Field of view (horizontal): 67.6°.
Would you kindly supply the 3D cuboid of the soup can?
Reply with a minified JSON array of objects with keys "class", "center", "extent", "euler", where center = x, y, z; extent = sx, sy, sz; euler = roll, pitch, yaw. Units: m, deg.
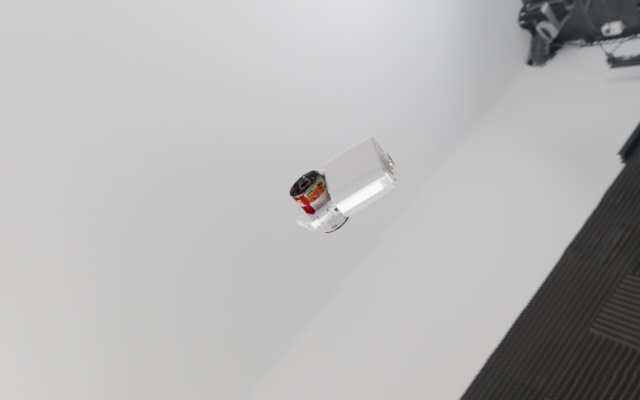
[{"class":"soup can","center":[0.000,0.003,0.884],"extent":[0.102,0.068,0.068],"euler":[49,-27,-26]}]
